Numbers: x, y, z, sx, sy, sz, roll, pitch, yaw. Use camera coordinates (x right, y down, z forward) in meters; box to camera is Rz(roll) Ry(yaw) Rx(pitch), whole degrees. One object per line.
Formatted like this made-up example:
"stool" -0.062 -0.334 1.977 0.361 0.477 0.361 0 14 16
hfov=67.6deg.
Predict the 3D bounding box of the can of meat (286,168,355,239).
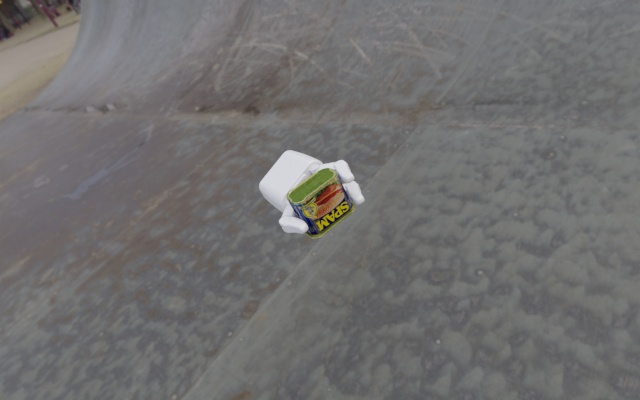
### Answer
"can of meat" 0.000 0.003 0.845 0.102 0.084 0.057 -37 34 -14
